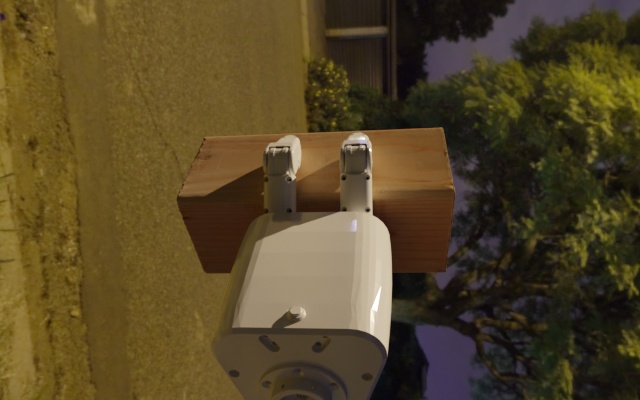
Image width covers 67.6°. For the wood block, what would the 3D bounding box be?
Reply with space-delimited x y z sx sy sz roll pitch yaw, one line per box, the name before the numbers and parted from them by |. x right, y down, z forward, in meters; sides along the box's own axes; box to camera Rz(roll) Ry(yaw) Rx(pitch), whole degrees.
wood block | 0.000 0.002 0.408 0.206 0.091 0.090 -1 42 7
